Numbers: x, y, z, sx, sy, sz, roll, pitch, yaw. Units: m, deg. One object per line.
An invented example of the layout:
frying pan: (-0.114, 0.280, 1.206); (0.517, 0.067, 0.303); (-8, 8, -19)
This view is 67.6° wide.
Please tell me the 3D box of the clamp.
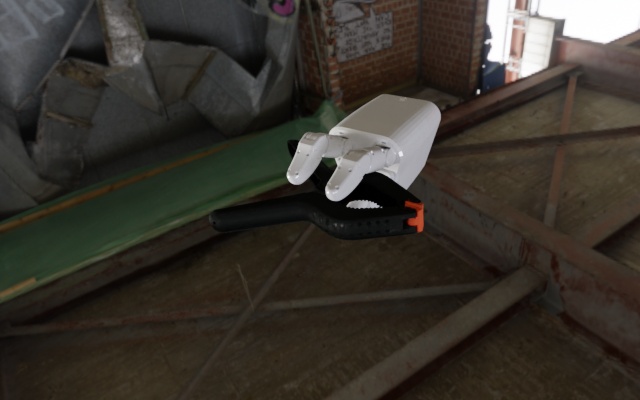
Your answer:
clamp: (0.001, 0.002, 0.493); (0.210, 0.036, 0.164); (19, 46, 33)
